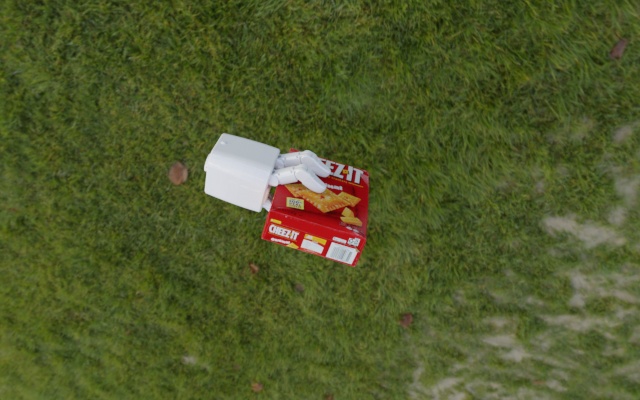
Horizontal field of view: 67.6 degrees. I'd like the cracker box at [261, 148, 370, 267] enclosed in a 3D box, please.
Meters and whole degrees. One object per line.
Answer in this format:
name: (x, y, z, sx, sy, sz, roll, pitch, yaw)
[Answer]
cracker box: (0.000, 0.003, 0.845, 0.164, 0.072, 0.213, 17, 35, -4)
